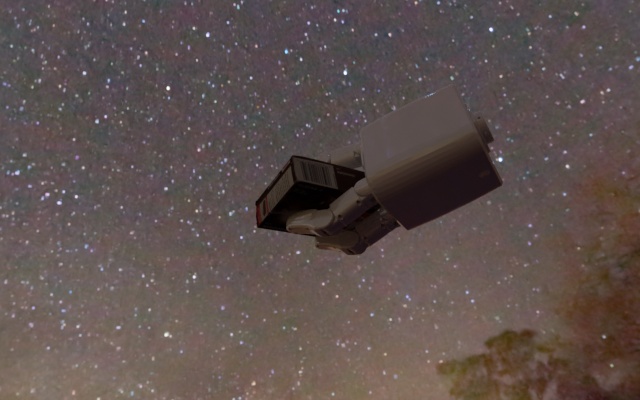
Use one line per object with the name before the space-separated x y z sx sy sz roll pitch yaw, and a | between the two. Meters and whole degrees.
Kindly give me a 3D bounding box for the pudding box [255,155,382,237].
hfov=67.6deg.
pudding box | 0.000 0.001 0.507 0.113 0.039 0.090 13 -40 -29
